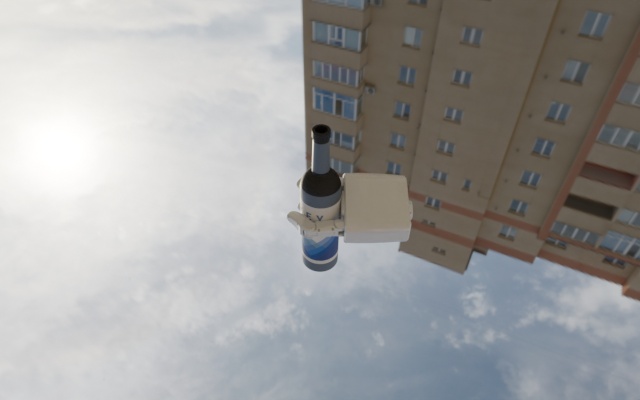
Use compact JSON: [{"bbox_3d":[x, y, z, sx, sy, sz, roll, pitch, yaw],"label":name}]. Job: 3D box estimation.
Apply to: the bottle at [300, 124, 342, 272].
[{"bbox_3d":[0.000,0.003,0.787,0.069,0.296,0.069,0,45,0],"label":"bottle"}]
